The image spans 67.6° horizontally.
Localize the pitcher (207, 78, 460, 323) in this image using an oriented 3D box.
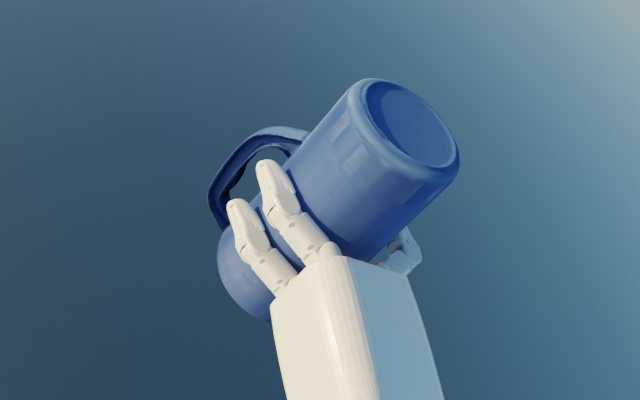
[{"bbox_3d":[0.000,0.002,0.442,0.149,0.145,0.243,9,-39,-32],"label":"pitcher"}]
